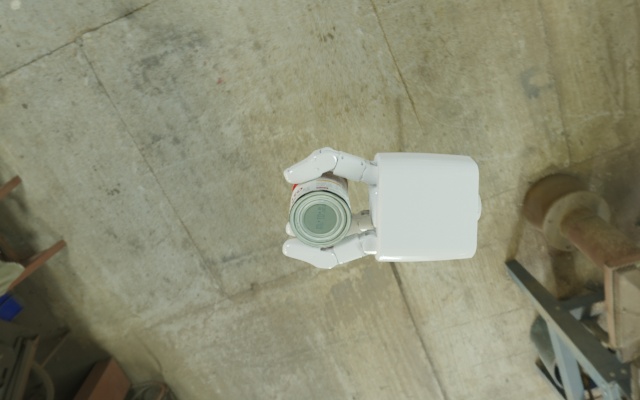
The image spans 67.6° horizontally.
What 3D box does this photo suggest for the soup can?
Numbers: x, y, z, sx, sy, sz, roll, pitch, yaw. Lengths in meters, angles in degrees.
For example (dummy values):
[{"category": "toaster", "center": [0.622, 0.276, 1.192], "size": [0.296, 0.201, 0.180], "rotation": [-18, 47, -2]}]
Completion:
[{"category": "soup can", "center": [0.000, 0.002, 0.541], "size": [0.068, 0.068, 0.102], "rotation": [0, 23, 0]}]
